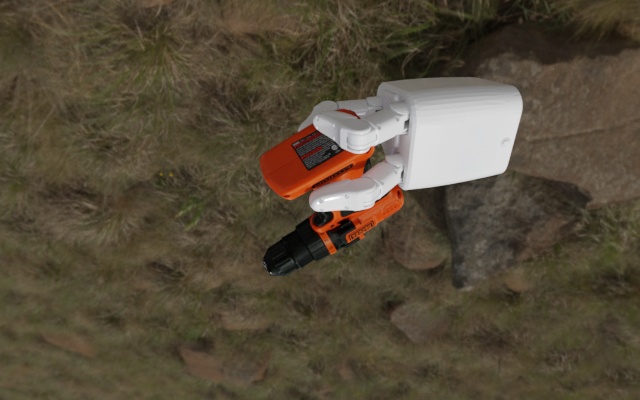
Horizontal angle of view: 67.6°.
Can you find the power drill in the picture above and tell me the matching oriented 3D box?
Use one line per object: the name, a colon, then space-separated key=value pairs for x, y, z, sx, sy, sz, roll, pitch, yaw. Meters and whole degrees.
power drill: x=0.000 y=0.001 z=0.505 sx=0.184 sy=0.057 sz=0.188 roll=-33 pitch=-27 yaw=-5
